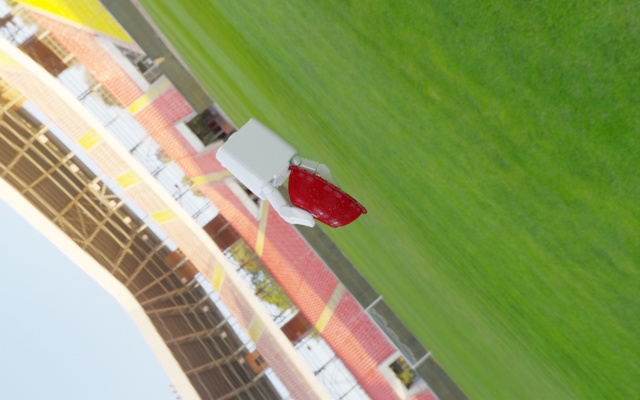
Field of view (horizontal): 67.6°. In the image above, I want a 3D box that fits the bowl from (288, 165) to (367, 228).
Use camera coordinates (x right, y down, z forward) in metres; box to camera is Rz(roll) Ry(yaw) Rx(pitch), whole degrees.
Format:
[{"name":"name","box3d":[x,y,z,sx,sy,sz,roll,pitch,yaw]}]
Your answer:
[{"name":"bowl","box3d":[0.001,0.004,0.840,0.162,0.055,0.162,30,-6,4]}]
